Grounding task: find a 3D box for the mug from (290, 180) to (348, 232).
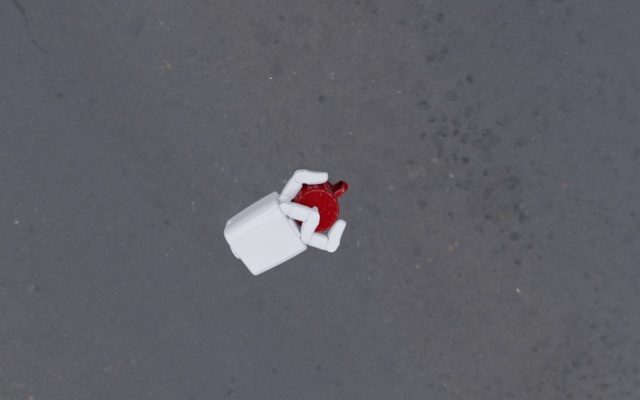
[{"bbox_3d":[0.001,0.002,0.871,0.117,0.093,0.081,-31,15,3],"label":"mug"}]
